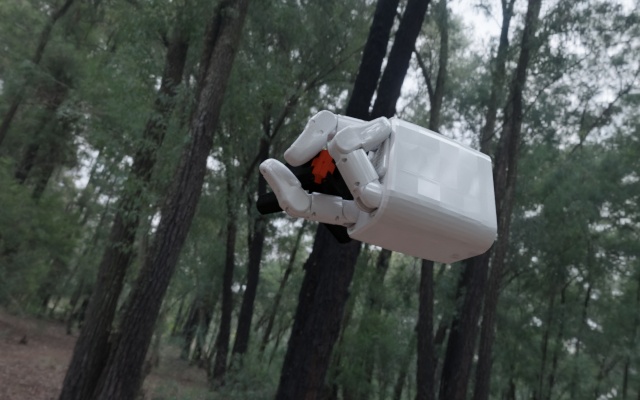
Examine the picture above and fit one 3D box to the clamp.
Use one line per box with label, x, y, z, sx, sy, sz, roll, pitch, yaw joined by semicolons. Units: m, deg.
clamp;0.000;0.001;0.504;0.120;0.039;0.171;18;-20;-10
